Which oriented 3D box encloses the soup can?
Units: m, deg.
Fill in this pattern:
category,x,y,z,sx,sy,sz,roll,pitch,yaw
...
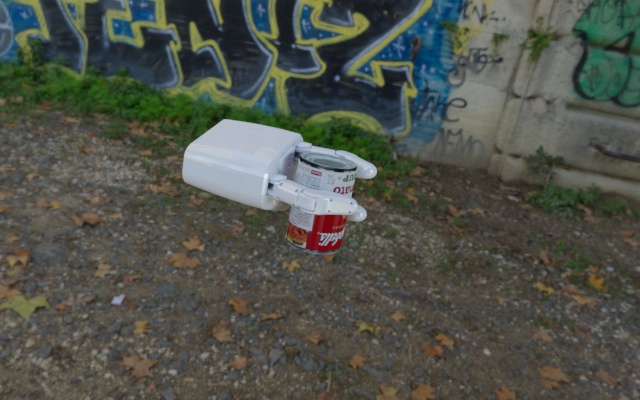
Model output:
category,x,y,z,sx,sy,sz,roll,pitch,yaw
soup can,0.001,0.002,0.551,0.068,0.102,0.068,10,18,-3
